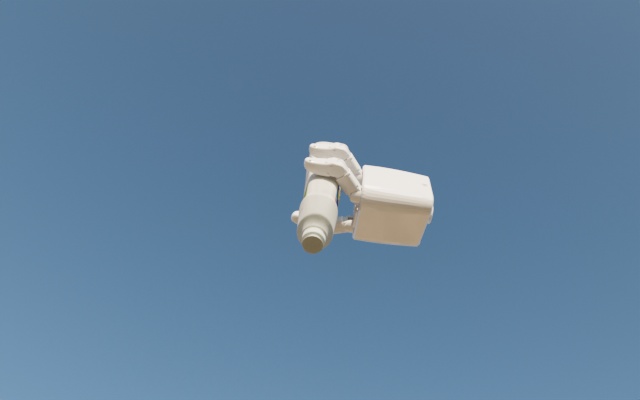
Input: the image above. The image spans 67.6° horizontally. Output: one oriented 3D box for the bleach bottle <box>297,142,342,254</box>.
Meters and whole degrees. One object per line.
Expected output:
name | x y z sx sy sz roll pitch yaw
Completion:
bleach bottle | 0.000 0.002 0.725 0.068 0.103 0.250 8 30 1
